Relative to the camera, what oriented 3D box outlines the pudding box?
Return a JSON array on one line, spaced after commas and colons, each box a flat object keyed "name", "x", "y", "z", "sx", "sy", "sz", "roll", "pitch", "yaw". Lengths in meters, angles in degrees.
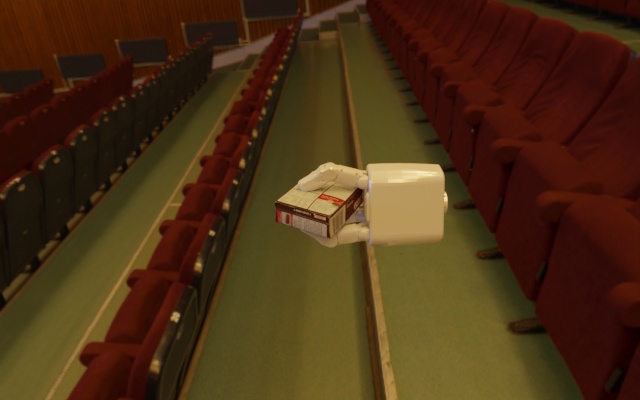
[{"name": "pudding box", "x": 0.000, "y": 0.002, "z": 0.694, "sx": 0.090, "sy": 0.039, "sz": 0.113, "roll": 15, "pitch": 32, "yaw": 24}]
